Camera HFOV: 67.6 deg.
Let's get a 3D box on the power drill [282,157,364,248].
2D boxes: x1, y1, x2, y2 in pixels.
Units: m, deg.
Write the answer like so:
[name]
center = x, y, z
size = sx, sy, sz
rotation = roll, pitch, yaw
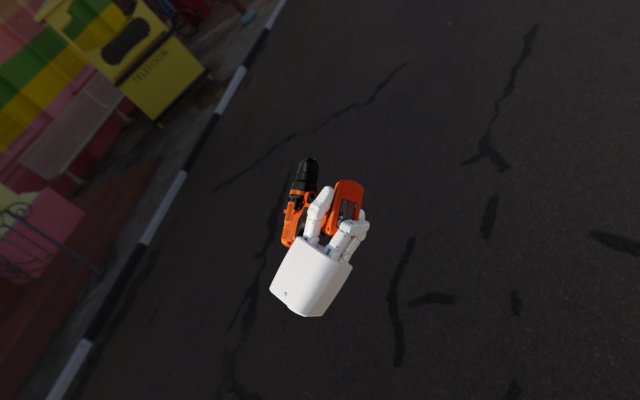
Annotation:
[power drill]
center = 0.000, 0.003, 0.892
size = 0.057, 0.184, 0.187
rotation = 15, -9, -31
